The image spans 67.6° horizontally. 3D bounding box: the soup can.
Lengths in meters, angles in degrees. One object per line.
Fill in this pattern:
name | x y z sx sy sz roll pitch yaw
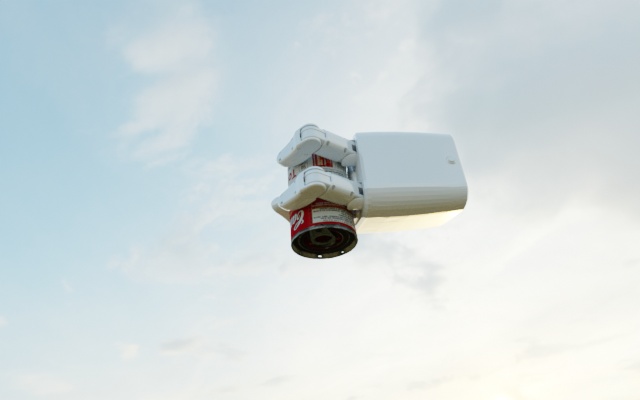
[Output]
soup can | 0.000 0.001 0.506 0.068 0.102 0.068 -4 -33 -2
